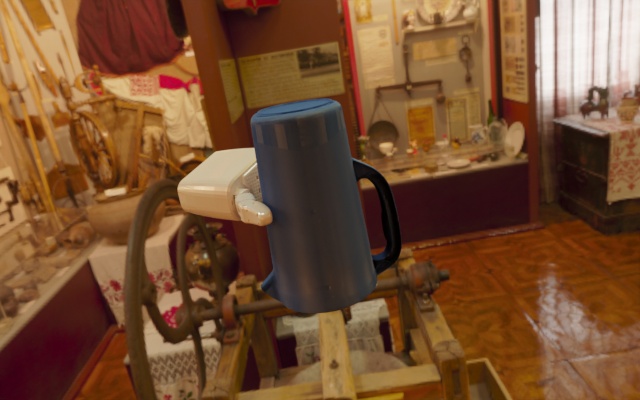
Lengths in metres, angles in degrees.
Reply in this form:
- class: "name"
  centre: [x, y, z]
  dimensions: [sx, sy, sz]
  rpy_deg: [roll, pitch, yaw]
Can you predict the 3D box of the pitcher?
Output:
- class: "pitcher"
  centre: [0.000, 0.002, 0.591]
  dimensions: [0.145, 0.243, 0.149]
  rpy_deg: [5, 23, 37]
